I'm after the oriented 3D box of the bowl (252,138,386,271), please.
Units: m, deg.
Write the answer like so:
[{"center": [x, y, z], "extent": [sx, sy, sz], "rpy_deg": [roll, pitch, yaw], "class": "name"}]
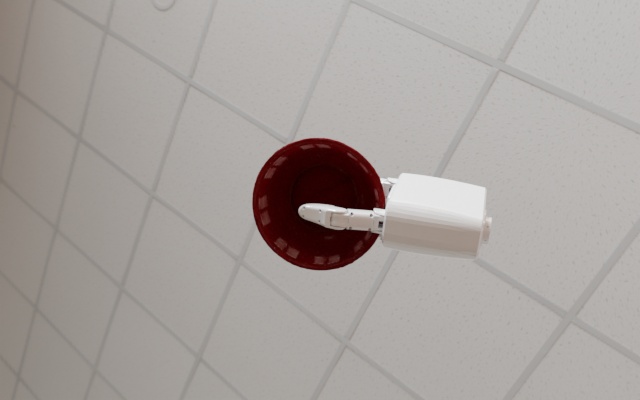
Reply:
[{"center": [-0.001, 0.001, 0.593], "extent": [0.162, 0.162, 0.055], "rpy_deg": [0, 11, 8], "class": "bowl"}]
